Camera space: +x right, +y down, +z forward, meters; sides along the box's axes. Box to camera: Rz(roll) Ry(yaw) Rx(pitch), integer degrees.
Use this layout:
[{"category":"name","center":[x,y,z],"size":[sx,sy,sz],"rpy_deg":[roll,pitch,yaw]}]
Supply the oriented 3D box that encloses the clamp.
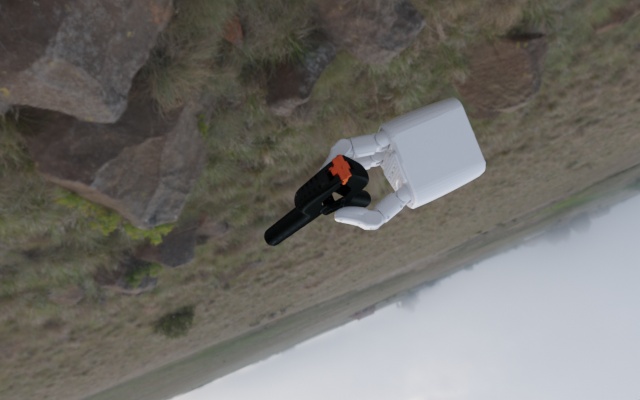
[{"category":"clamp","center":[0.001,0.002,0.596],"size":[0.164,0.036,0.210],"rpy_deg":[-25,-13,-8]}]
